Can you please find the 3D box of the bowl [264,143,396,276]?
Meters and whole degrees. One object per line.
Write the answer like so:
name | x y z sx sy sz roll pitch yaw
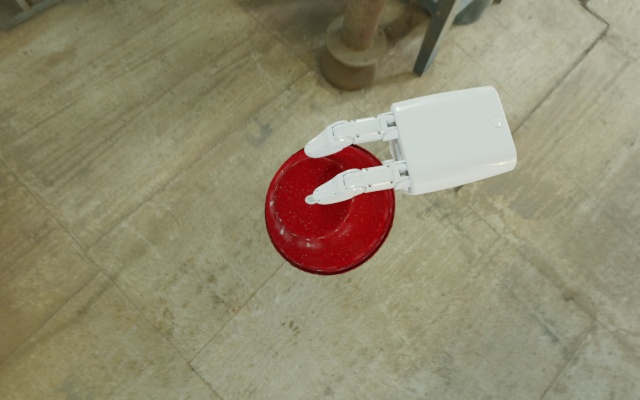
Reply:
bowl | -0.001 0.002 0.537 0.162 0.162 0.055 0 -11 19
